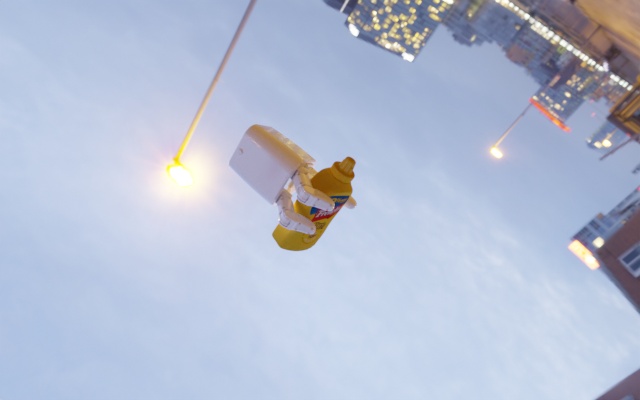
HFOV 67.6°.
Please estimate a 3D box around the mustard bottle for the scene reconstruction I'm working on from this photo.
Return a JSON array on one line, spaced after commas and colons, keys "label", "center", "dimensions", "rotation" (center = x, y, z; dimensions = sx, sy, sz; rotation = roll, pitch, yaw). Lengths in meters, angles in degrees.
[{"label": "mustard bottle", "center": [0.000, 0.003, 0.799], "dimensions": [0.096, 0.192, 0.058], "rotation": [-1, 46, -46]}]
